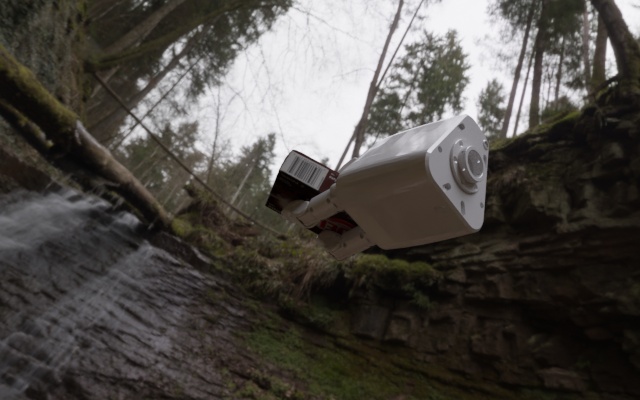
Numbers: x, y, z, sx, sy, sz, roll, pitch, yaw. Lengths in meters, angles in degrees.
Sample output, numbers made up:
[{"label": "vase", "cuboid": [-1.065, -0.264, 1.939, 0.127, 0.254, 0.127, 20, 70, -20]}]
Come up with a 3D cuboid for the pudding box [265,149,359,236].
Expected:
[{"label": "pudding box", "cuboid": [0.000, 0.002, 0.540, 0.113, 0.039, 0.090, 31, -31, 0]}]
